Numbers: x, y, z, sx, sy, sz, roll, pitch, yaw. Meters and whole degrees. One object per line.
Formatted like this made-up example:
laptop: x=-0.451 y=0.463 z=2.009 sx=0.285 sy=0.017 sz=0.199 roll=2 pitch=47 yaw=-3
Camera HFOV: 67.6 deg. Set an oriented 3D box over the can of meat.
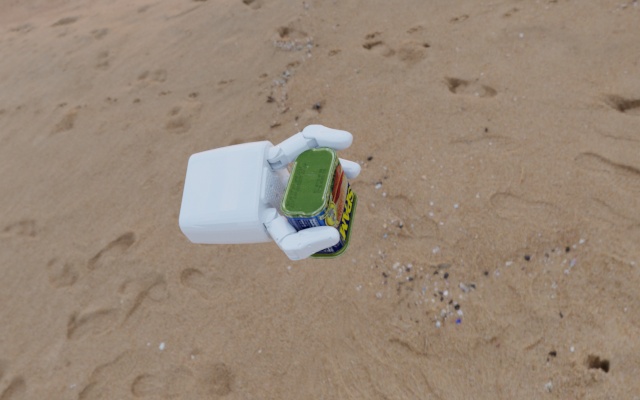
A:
can of meat: x=0.000 y=0.002 z=0.546 sx=0.057 sy=0.102 sz=0.084 roll=-2 pitch=-38 yaw=22
